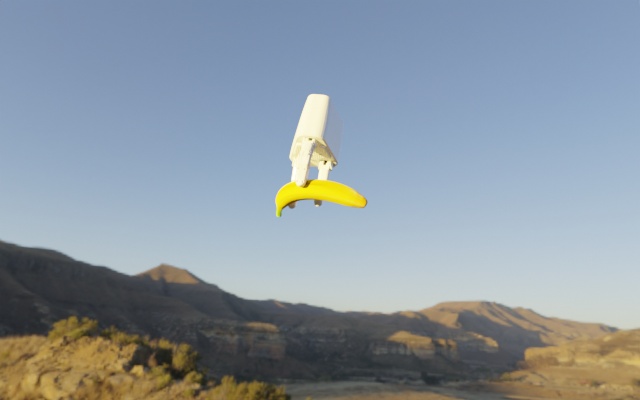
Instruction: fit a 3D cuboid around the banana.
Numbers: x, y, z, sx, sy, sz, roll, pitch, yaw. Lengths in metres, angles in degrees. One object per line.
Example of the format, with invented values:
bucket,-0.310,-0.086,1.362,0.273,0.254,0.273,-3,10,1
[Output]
banana,-0.011,-0.010,0.887,0.198,0.037,0.070,-6,-47,31
